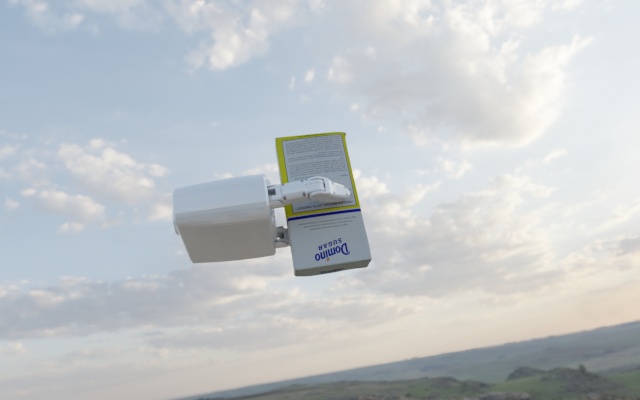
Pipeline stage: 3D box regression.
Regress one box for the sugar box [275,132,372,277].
[{"bbox_3d":[0.000,0.002,0.596,0.093,0.176,0.048,-7,-20,-7],"label":"sugar box"}]
